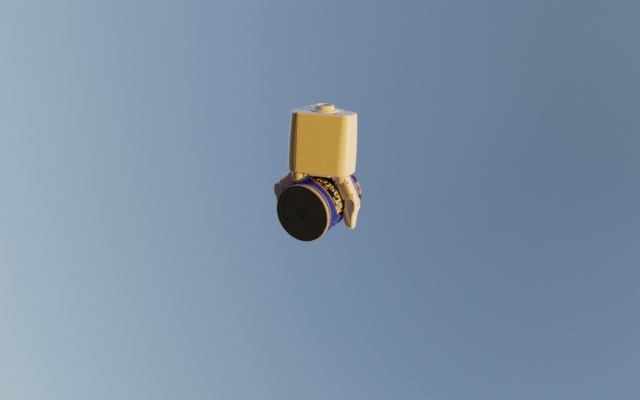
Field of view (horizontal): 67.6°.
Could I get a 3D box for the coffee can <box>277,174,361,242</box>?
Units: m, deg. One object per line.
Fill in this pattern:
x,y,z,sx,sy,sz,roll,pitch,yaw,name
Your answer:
0.000,0.003,0.877,0.103,0.103,0.140,0,17,30,coffee can
